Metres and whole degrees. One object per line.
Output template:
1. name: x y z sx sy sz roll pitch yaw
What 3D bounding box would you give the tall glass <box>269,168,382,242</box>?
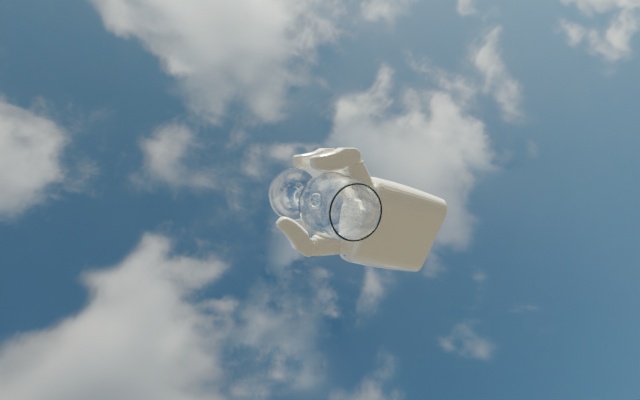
1. tall glass: 0.000 0.002 0.585 0.079 0.079 0.201 0 6 -22
